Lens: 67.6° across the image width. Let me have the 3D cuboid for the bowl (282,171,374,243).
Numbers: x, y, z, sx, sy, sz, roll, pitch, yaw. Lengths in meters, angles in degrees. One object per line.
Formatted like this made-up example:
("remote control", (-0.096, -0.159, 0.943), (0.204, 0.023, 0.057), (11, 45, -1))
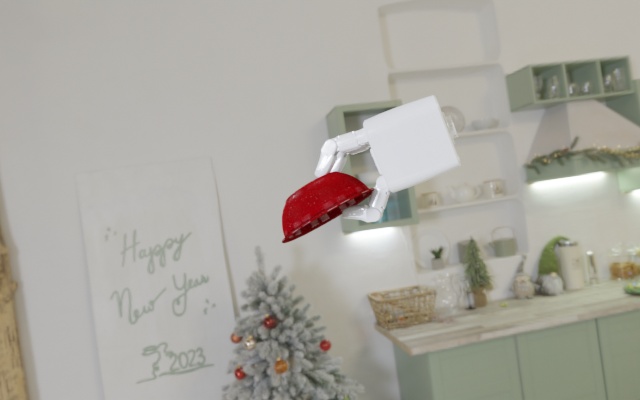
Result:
("bowl", (-0.001, 0.003, 0.724), (0.162, 0.055, 0.162), (-30, -7, -4))
